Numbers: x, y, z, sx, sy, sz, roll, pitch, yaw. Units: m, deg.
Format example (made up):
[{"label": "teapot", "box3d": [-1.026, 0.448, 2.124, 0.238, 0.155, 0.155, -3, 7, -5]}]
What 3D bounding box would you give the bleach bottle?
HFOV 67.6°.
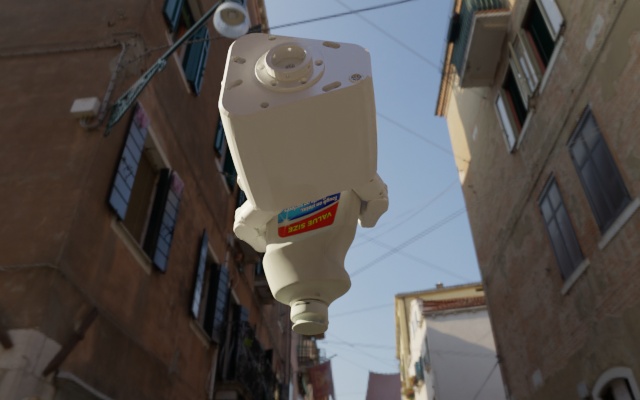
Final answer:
[{"label": "bleach bottle", "box3d": [0.000, 0.001, 0.457, 0.102, 0.250, 0.068, -2, -36, 3]}]
